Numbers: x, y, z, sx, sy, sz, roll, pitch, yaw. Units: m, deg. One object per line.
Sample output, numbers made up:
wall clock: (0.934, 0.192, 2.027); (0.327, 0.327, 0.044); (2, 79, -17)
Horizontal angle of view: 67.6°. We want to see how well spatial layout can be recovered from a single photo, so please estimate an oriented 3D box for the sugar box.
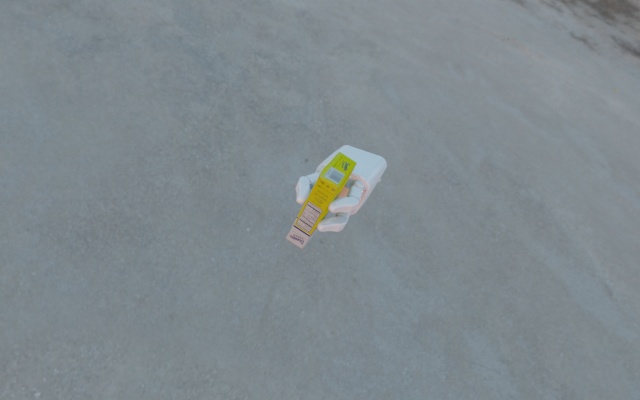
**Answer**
sugar box: (0.001, 0.003, 0.886); (0.048, 0.176, 0.093); (32, 41, 6)
